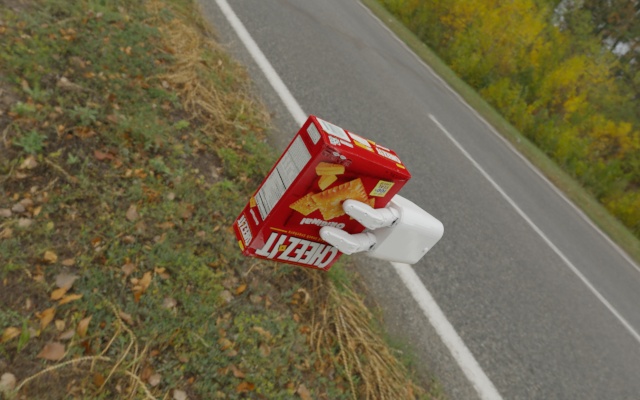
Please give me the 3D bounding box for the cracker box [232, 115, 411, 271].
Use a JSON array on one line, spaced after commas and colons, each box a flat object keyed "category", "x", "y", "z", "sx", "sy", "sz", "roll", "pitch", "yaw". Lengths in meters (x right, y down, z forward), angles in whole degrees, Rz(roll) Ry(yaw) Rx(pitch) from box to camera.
[{"category": "cracker box", "x": 0.000, "y": 0.002, "z": 0.689, "sx": 0.164, "sy": 0.214, "sz": 0.072, "roll": 17, "pitch": 33, "yaw": -37}]
